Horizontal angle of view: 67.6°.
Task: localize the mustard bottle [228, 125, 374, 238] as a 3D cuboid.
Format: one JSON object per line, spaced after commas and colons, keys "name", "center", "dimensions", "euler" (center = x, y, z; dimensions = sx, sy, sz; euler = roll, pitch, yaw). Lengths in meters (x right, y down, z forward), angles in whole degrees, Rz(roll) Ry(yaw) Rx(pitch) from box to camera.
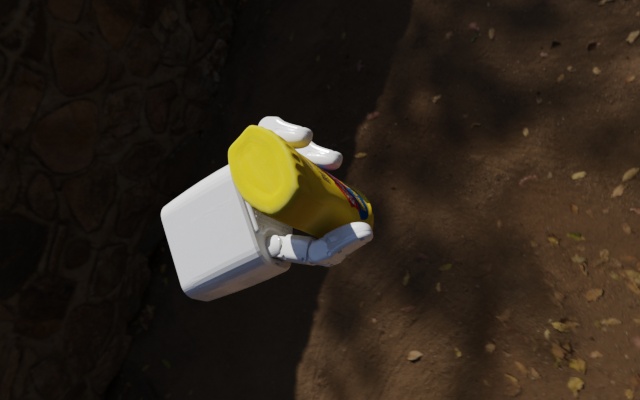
{"name": "mustard bottle", "center": [0.000, 0.001, 0.464], "dimensions": [0.192, 0.058, 0.096], "euler": [30, 16, -52]}
